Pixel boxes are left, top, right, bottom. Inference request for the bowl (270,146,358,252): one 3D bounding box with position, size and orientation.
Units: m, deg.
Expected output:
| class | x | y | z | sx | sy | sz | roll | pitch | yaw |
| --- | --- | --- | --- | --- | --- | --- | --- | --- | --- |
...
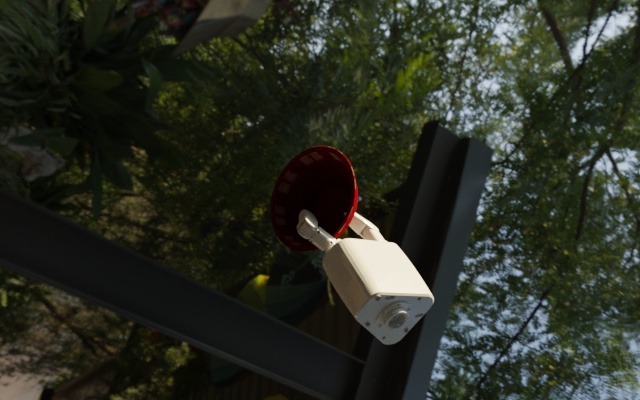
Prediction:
| class | x | y | z | sx | sy | sz | roll | pitch | yaw |
| --- | --- | --- | --- | --- | --- | --- | --- | --- | --- |
| bowl | 0.000 | 0.001 | 0.722 | 0.162 | 0.162 | 0.055 | 0 | -14 | 39 |
